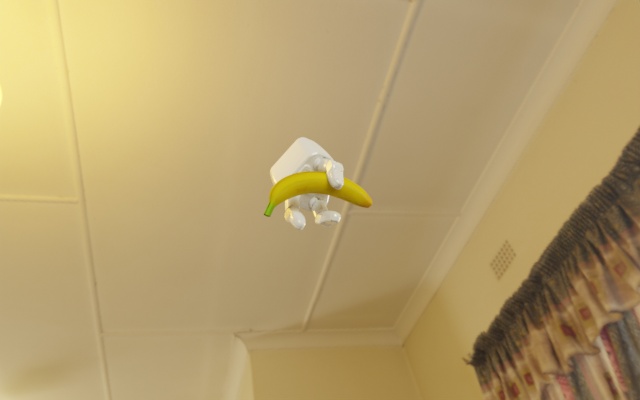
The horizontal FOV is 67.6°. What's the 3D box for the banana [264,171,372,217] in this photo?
[{"bbox_3d":[-0.004,-0.016,0.806,0.198,0.069,0.037,-5,8,-21],"label":"banana"}]
